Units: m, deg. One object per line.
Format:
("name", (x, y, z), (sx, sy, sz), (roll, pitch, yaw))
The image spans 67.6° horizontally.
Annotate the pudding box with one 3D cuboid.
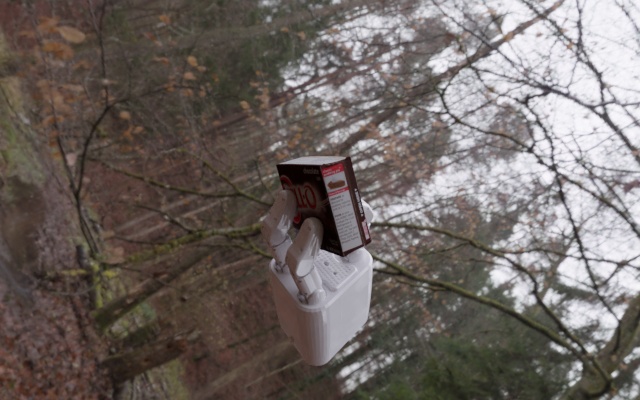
("pudding box", (0.000, 0.002, 0.484), (0.039, 0.090, 0.113), (-21, 13, -25))
